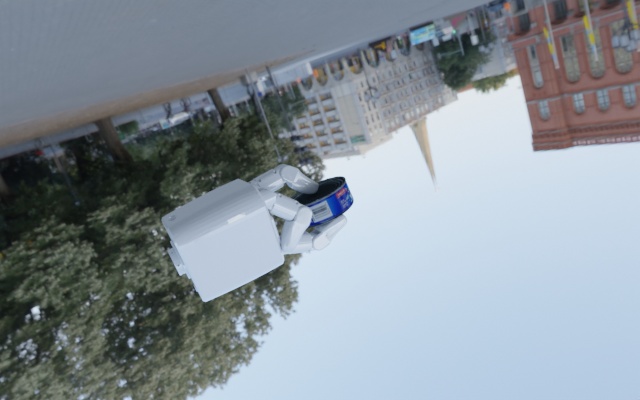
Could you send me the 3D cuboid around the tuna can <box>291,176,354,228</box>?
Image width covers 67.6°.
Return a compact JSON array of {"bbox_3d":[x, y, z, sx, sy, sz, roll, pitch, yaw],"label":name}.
[{"bbox_3d":[0.000,0.003,0.632,0.086,0.034,0.086,-23,16,7],"label":"tuna can"}]
